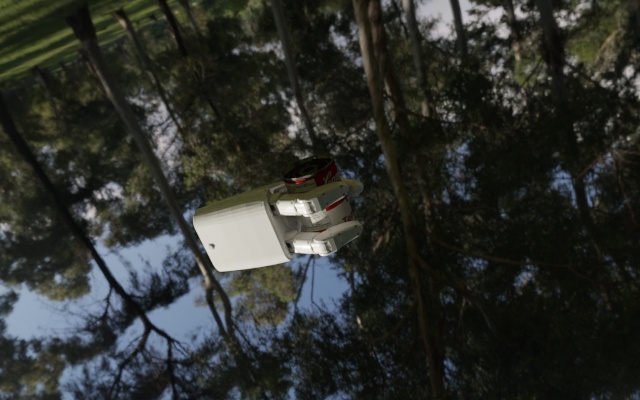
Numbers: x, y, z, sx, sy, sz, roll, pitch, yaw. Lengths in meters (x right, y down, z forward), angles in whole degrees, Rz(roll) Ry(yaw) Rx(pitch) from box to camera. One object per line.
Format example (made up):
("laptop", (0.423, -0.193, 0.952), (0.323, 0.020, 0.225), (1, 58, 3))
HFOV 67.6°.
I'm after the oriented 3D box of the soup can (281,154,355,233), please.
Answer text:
("soup can", (0.001, 0.002, 0.597), (0.068, 0.102, 0.068), (-18, 22, 7))
